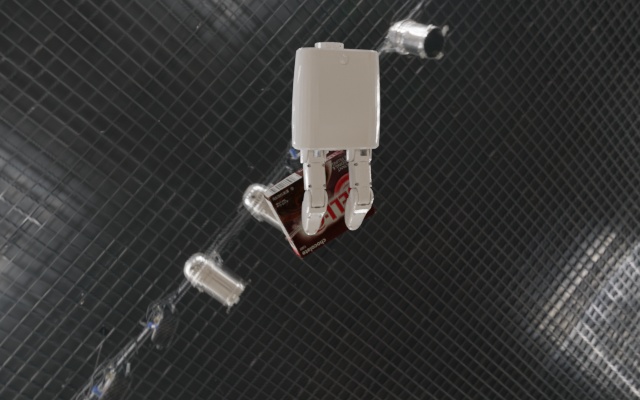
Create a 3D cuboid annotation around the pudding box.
[{"bbox_3d":[0.000,0.002,0.576,0.113,0.090,0.039,-31,22,-9],"label":"pudding box"}]
